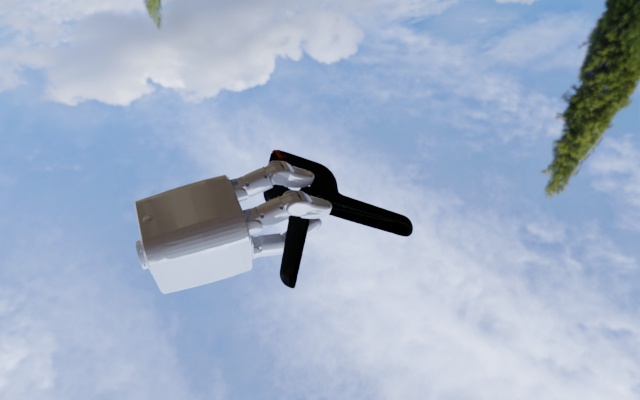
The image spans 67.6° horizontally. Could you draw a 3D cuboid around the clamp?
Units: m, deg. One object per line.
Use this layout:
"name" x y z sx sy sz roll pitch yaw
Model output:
"clamp" 0.000 0.002 0.582 0.164 0.036 0.209 -15 45 -16
